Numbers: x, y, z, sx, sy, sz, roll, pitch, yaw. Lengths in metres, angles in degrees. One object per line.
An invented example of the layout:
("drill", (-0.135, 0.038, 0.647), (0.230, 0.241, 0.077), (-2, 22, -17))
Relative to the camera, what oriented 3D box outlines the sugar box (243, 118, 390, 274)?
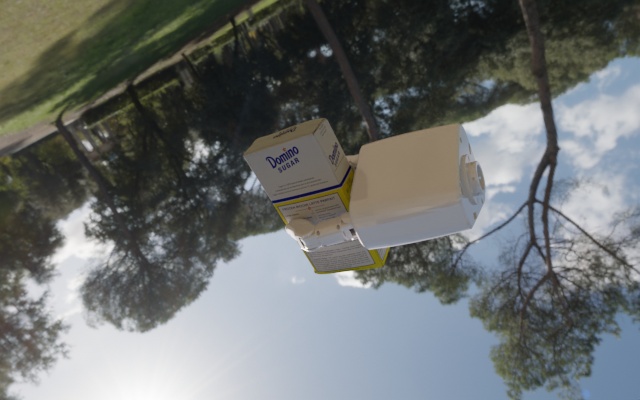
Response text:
("sugar box", (0.000, 0.001, 0.528), (0.093, 0.176, 0.048), (-12, 28, 30))
